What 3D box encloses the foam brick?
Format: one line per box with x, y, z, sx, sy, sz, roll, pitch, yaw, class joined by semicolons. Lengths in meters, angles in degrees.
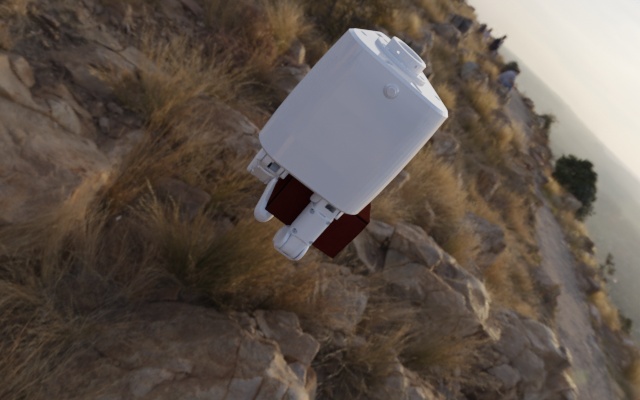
0.000;0.002;0.421;0.078;0.051;0.053;37;27;-13;foam brick
